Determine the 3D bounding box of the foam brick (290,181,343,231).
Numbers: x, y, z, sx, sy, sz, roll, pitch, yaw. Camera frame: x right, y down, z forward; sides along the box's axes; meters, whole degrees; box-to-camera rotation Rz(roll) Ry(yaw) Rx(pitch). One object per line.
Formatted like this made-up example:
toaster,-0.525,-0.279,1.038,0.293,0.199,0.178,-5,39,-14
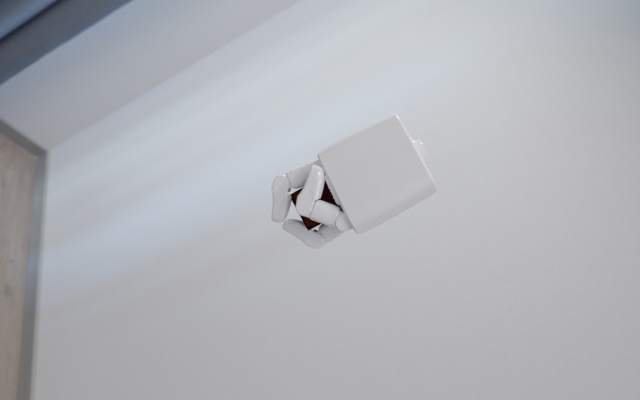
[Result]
foam brick,0.000,0.002,0.621,0.051,0.053,0.078,-28,-1,8
